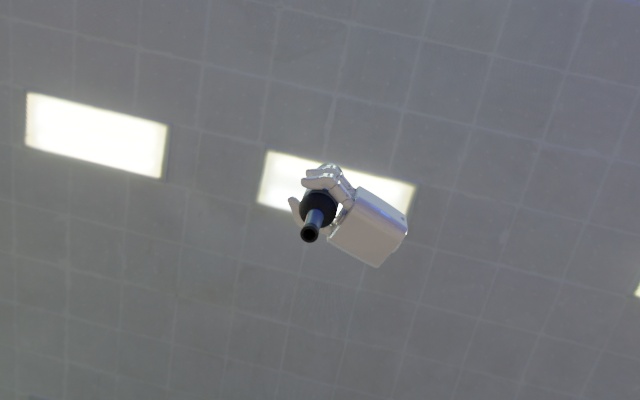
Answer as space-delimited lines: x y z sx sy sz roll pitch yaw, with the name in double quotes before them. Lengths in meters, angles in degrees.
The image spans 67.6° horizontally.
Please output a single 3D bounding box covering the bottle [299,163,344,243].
"bottle" 0.000 0.003 0.848 0.069 0.069 0.295 0 19 7
